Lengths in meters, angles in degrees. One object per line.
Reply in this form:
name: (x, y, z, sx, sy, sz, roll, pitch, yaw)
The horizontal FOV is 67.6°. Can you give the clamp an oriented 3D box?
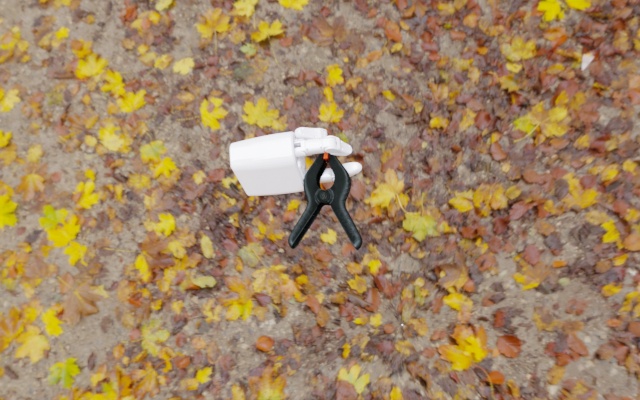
clamp: (0.000, 0.002, 0.777, 0.120, 0.171, 0.039, -8, -15, 8)
